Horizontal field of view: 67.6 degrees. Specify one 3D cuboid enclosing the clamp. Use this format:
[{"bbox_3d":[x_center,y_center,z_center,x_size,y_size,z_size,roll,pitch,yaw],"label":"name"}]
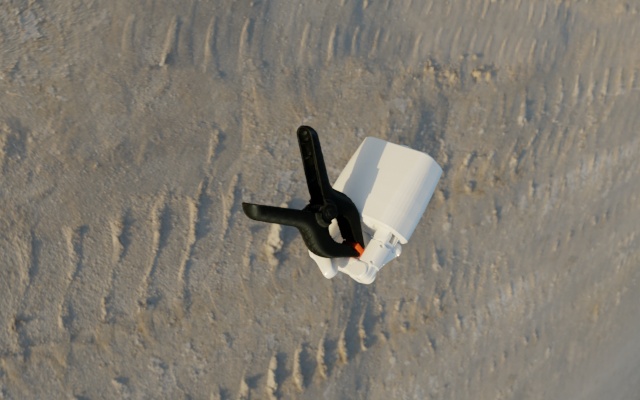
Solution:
[{"bbox_3d":[0.001,0.002,0.539,0.039,0.120,0.171,18,-17,49],"label":"clamp"}]
